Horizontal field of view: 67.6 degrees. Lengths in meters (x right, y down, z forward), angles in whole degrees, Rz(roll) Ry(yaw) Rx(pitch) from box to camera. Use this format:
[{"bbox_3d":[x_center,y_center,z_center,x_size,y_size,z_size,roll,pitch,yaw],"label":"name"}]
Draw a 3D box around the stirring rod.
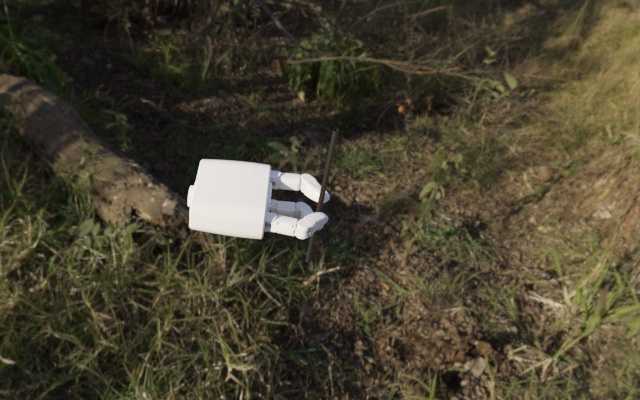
[{"bbox_3d":[0.000,0.002,0.707,0.011,0.240,0.011,8,35,-6],"label":"stirring rod"}]
